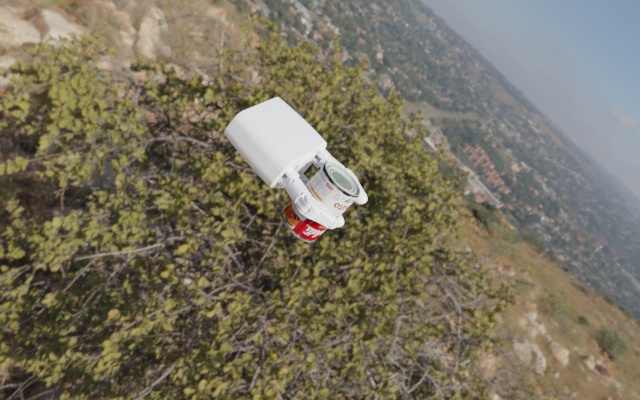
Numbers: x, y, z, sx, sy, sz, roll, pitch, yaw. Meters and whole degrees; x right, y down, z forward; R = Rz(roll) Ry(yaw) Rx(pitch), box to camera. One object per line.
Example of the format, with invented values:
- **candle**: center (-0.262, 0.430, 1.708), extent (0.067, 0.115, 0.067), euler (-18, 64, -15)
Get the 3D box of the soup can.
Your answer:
- **soup can**: center (0.001, 0.002, 0.688), extent (0.102, 0.068, 0.068), euler (-46, -24, 25)
